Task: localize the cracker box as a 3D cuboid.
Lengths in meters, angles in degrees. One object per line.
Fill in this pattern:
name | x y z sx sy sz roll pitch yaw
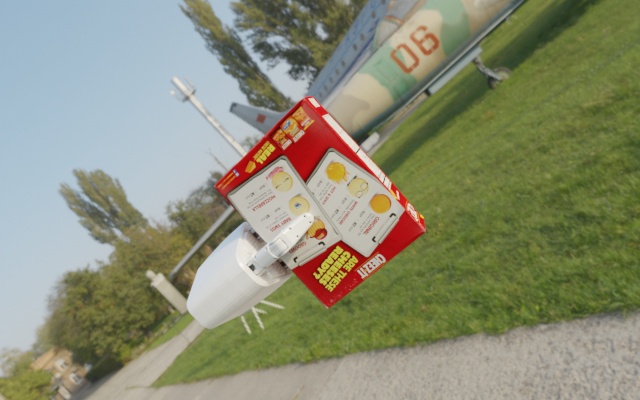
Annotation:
cracker box | 0.000 0.002 0.605 0.164 0.214 0.072 -42 4 18
